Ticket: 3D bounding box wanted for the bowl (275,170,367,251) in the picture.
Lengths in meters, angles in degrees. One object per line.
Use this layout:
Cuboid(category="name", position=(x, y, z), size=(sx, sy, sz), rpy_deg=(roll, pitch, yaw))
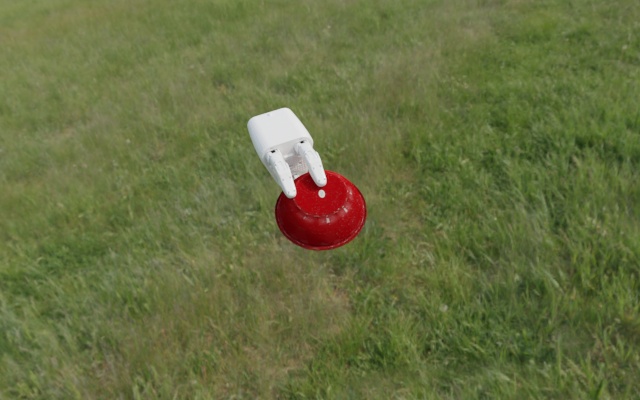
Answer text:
Cuboid(category="bowl", position=(0.001, 0.003, 0.815), size=(0.162, 0.162, 0.055), rpy_deg=(0, -33, 1))
